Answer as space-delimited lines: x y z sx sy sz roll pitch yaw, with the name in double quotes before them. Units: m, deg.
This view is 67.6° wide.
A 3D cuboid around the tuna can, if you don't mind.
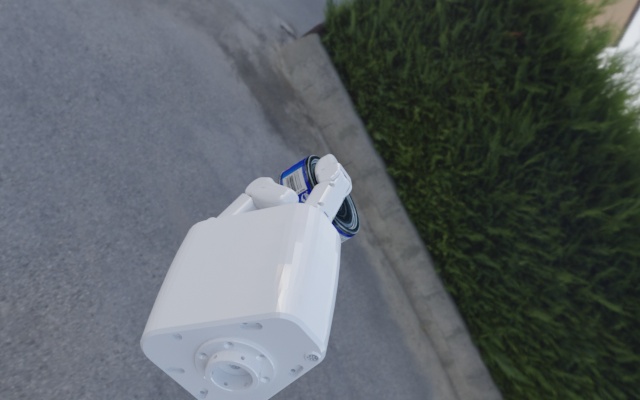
"tuna can" 0.001 0.001 0.442 0.034 0.086 0.086 -31 -12 20
